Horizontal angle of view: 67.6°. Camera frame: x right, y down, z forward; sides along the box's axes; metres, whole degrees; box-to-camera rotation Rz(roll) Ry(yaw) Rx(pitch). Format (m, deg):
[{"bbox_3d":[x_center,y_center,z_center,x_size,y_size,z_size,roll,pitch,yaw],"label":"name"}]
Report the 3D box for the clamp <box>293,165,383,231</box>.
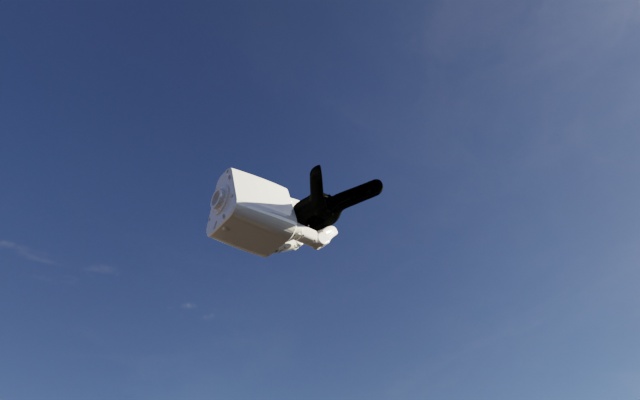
[{"bbox_3d":[0.000,0.002,0.740,0.120,0.039,0.171,23,-45,-31],"label":"clamp"}]
